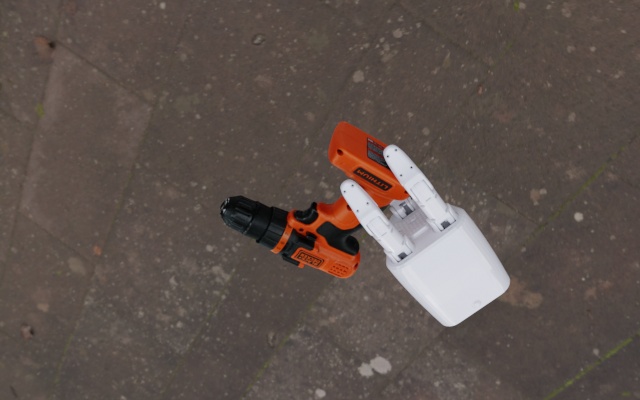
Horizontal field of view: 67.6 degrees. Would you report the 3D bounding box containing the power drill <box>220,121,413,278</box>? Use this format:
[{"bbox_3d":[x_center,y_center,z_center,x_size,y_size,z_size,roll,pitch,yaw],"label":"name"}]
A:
[{"bbox_3d":[0.001,0.002,0.539,0.184,0.057,0.188,25,-49,-20],"label":"power drill"}]
